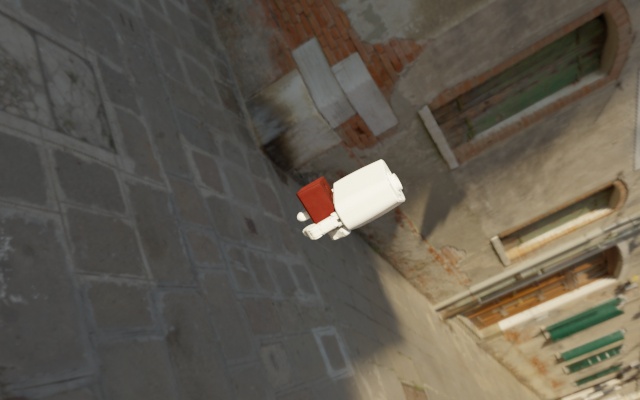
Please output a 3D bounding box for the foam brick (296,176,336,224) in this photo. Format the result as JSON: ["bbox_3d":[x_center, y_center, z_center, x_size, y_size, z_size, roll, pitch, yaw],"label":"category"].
[{"bbox_3d":[0.000,0.003,0.893,0.051,0.078,0.053,-29,10,17],"label":"foam brick"}]
